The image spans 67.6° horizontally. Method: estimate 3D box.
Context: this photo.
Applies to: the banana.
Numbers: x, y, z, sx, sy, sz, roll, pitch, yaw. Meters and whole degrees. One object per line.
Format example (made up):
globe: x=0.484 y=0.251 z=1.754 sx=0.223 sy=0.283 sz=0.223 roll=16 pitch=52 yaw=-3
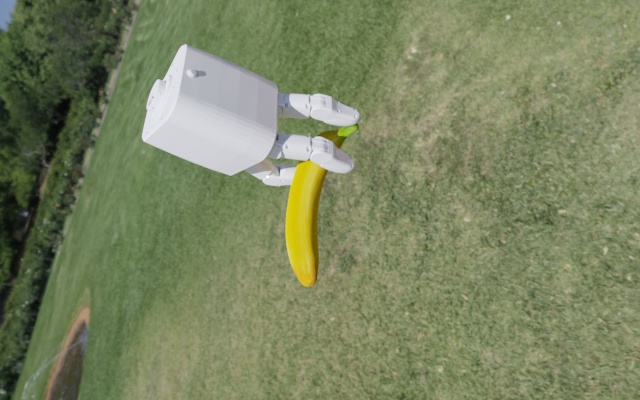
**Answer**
banana: x=-0.010 y=-0.001 z=0.555 sx=0.037 sy=0.197 sz=0.069 roll=22 pitch=-13 yaw=-34
